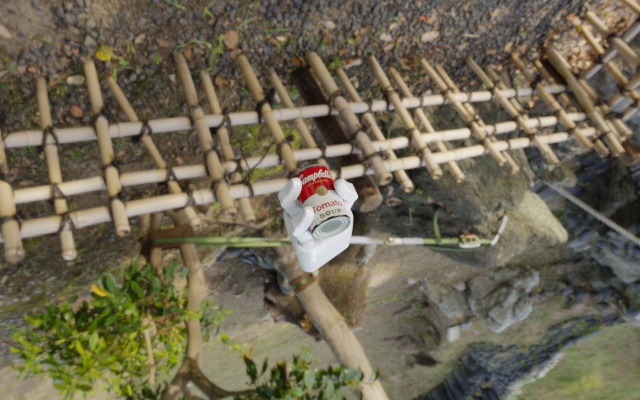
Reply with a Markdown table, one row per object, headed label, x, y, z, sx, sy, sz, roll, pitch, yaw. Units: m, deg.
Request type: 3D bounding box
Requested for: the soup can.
| label | x | y | z | sx | sy | sz | roll | pitch | yaw |
| --- | --- | --- | --- | --- | --- | --- | --- | --- | --- |
| soup can | 0.000 | 0.002 | 0.763 | 0.068 | 0.102 | 0.068 | -18 | -29 | -10 |
